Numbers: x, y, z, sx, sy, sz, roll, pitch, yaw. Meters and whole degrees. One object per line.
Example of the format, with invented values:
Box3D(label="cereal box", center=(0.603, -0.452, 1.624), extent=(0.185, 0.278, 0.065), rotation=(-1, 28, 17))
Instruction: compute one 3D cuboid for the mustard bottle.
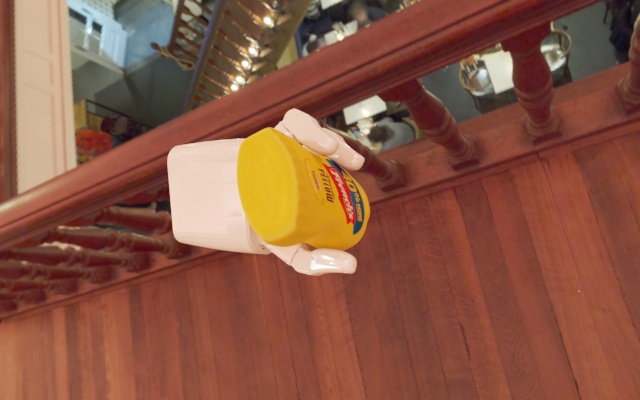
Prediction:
Box3D(label="mustard bottle", center=(0.000, 0.001, 0.461), extent=(0.058, 0.096, 0.192), rotation=(-25, -20, 22))
